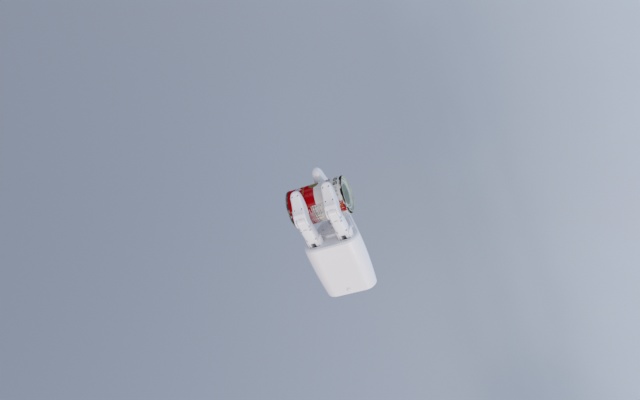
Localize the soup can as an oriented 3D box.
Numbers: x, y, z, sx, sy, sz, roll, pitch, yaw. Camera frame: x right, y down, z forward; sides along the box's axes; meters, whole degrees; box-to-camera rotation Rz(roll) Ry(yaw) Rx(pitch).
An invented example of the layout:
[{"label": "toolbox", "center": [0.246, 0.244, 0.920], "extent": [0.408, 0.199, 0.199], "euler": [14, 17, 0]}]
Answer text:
[{"label": "soup can", "center": [0.000, 0.002, 0.815], "extent": [0.102, 0.068, 0.068], "euler": [-17, -5, 17]}]
